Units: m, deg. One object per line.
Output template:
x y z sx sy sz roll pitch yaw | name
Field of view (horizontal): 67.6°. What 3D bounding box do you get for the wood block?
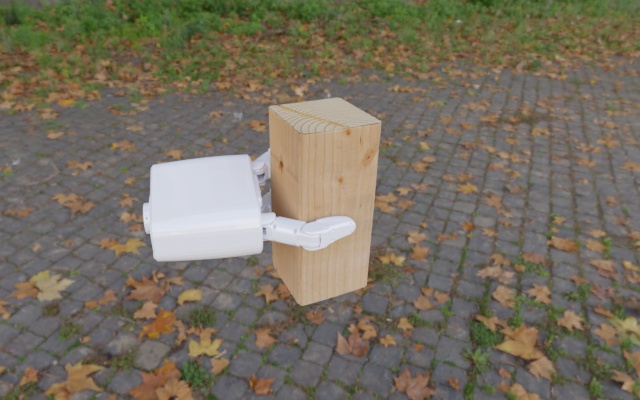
0.000 0.002 0.536 0.090 0.206 0.090 -12 32 -23 | wood block
